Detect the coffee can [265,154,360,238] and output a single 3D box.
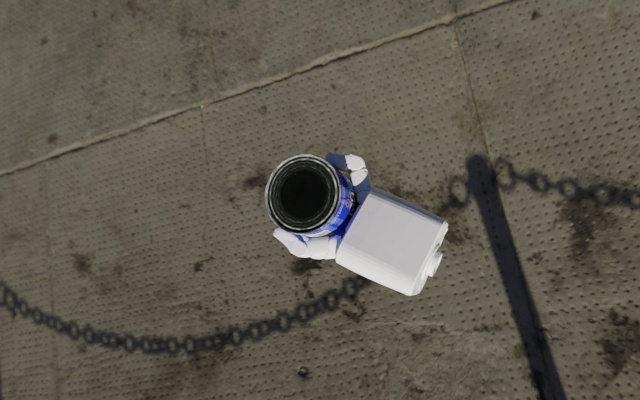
[{"bbox_3d":[0.000,0.002,0.656,0.103,0.103,0.140,0,-9,20],"label":"coffee can"}]
